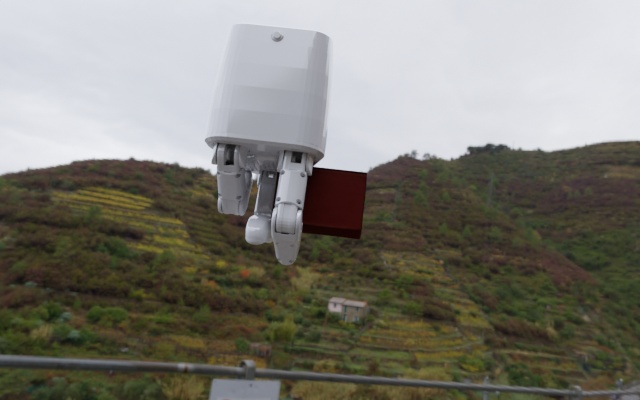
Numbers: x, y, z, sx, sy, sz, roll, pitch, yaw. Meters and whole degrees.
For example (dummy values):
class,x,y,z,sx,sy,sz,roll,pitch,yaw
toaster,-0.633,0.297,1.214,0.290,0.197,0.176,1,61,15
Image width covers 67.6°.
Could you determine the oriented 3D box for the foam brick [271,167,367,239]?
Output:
class,x,y,z,sx,sy,sz,roll,pitch,yaw
foam brick,0.000,0.002,0.418,0.078,0.051,0.053,7,-12,2
